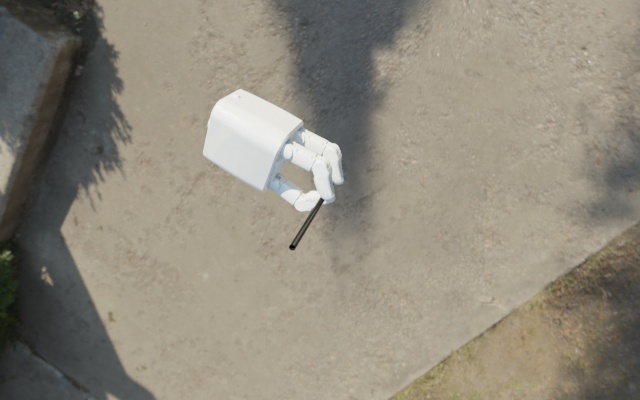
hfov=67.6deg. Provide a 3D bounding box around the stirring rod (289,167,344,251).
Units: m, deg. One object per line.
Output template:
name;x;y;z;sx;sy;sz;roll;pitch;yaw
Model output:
stirring rod;0.000;0.002;0.646;0.011;0.011;0.239;0;25;17
